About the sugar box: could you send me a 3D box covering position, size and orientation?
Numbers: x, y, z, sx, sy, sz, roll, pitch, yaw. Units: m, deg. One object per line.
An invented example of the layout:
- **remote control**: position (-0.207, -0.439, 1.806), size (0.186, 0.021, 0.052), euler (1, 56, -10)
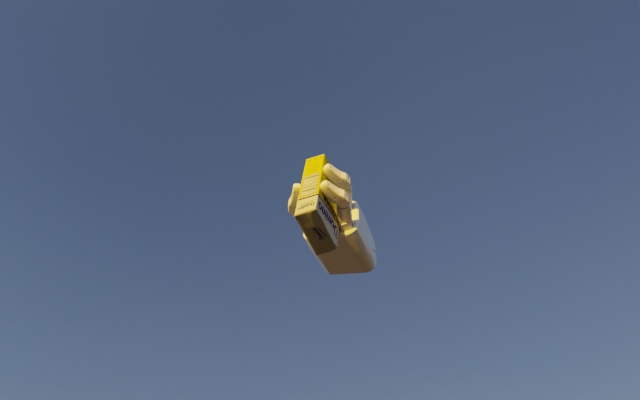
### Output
- **sugar box**: position (0.001, 0.003, 0.843), size (0.048, 0.093, 0.176), euler (-18, 32, 15)
